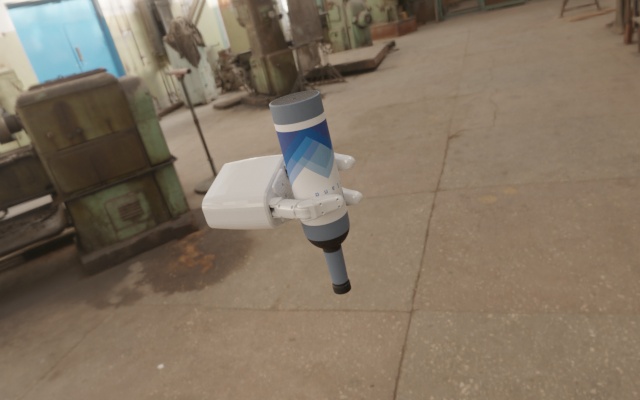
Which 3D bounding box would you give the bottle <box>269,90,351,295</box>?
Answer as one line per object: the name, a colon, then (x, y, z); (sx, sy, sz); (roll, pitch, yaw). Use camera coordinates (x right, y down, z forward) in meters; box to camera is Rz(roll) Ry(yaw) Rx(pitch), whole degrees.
bottle: (0.000, 0.002, 0.659); (0.069, 0.296, 0.069); (-12, 23, 5)
